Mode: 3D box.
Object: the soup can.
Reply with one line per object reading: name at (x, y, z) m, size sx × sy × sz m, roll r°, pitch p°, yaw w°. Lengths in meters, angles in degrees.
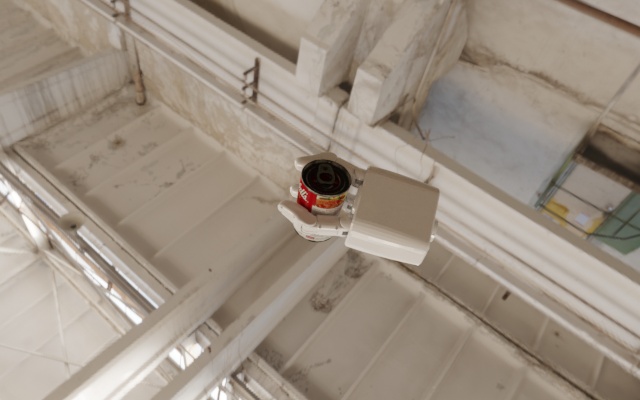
soup can at (0.000, 0.002, 0.666) m, size 0.068 × 0.068 × 0.102 m, roll 0°, pitch -41°, yaw -12°
